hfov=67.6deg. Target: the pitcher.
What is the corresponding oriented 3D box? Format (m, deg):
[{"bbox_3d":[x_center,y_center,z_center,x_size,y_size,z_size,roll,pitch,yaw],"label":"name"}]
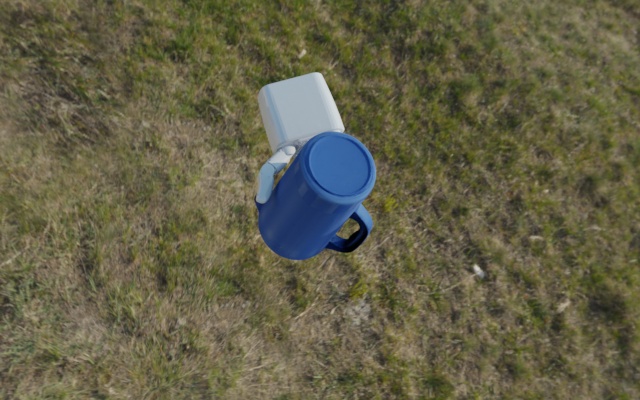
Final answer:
[{"bbox_3d":[0.000,0.002,0.730,0.149,0.145,0.243,-10,-17,-22],"label":"pitcher"}]
